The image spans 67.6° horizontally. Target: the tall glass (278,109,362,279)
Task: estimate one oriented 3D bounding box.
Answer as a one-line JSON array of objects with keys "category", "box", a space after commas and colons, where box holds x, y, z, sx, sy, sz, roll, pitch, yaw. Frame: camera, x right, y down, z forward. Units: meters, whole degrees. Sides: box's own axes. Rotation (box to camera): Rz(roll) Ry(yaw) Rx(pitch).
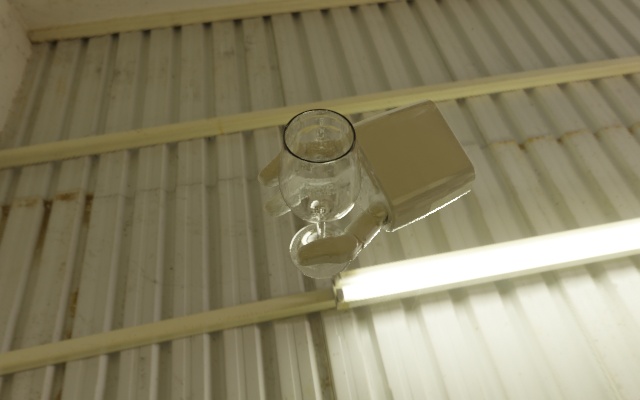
[{"category": "tall glass", "box": [0.000, 0.002, 0.480, 0.079, 0.079, 0.201, 0, -34, 1]}]
